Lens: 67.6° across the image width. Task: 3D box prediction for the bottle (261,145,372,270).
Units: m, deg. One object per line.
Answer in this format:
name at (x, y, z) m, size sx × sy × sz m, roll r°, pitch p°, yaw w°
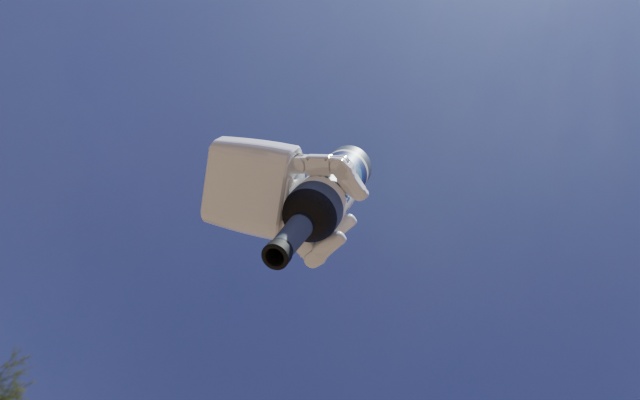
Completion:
bottle at (0.000, 0.002, 0.575) m, size 0.069 × 0.069 × 0.295 m, roll 0°, pitch 20°, yaw 18°
